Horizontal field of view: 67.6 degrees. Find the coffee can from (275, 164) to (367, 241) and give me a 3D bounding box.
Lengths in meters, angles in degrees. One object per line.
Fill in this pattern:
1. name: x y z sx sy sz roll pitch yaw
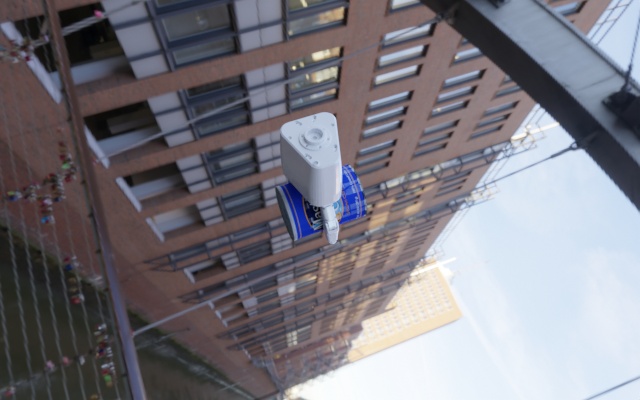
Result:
1. coffee can: 0.000 0.003 0.869 0.140 0.103 0.103 -18 3 -11
